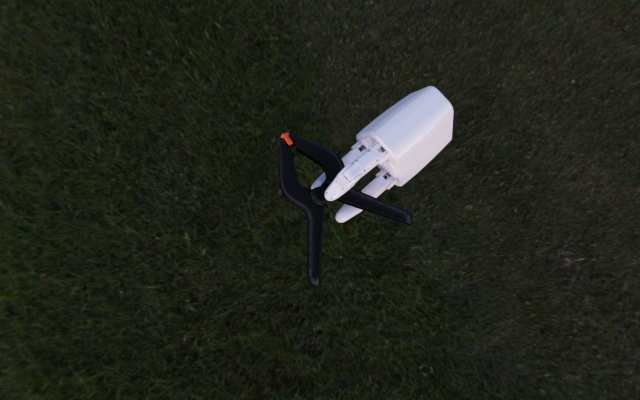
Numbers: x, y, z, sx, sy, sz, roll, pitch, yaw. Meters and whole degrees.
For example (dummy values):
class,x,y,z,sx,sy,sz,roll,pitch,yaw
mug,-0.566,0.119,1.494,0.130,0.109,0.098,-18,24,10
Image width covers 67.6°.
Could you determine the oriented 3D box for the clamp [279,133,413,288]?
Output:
class,x,y,z,sx,sy,sz,roll,pitch,yaw
clamp,0.000,0.001,0.656,0.164,0.210,0.036,-40,-7,-6
